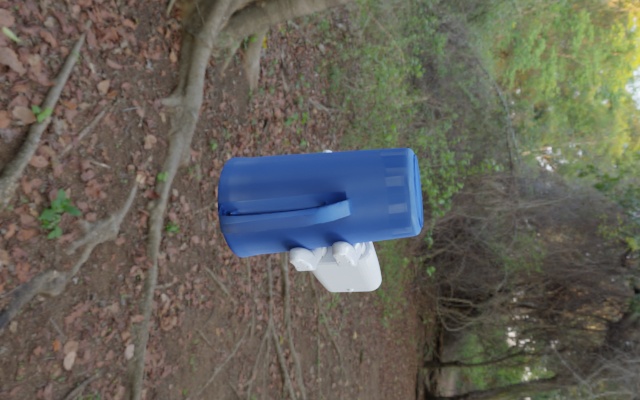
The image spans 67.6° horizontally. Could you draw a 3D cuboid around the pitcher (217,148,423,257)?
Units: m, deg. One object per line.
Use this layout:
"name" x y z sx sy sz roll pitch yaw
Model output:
"pitcher" 0.000 0.002 0.598 0.243 0.149 0.145 -5 -36 15
